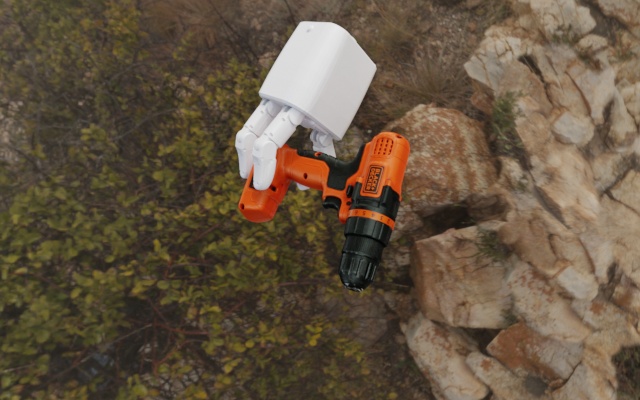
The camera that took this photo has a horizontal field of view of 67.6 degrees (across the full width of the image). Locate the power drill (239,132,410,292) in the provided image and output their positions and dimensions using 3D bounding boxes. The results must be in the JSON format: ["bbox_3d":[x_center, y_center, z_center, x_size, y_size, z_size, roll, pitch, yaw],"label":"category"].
[{"bbox_3d":[0.000,0.001,0.560,0.187,0.184,0.057,9,-20,26],"label":"power drill"}]
